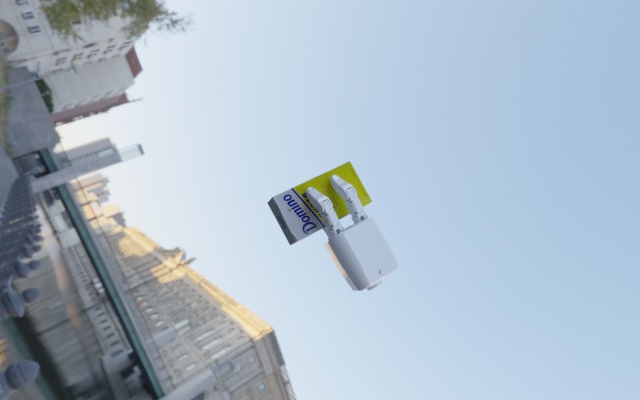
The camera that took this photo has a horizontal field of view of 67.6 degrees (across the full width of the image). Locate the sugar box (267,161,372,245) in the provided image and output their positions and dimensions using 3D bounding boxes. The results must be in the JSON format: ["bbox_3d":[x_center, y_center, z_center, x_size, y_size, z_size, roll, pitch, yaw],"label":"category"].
[{"bbox_3d":[0.000,0.003,0.890,0.176,0.093,0.048,-27,-5,-27],"label":"sugar box"}]
